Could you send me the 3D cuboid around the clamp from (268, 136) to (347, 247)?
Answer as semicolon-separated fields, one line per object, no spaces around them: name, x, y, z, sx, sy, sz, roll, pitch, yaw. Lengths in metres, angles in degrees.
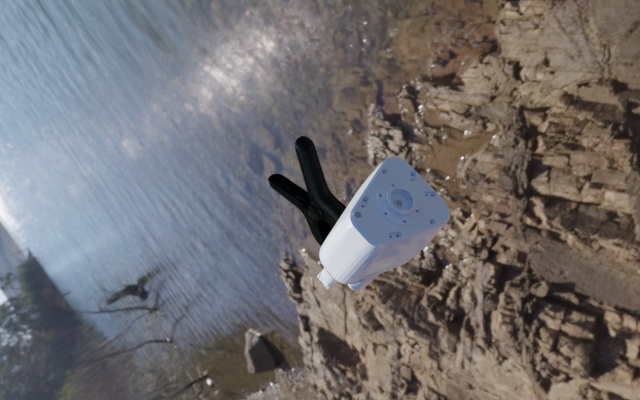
clamp;0.000;0.002;0.614;0.039;0.171;0.120;-35;-14;-29
